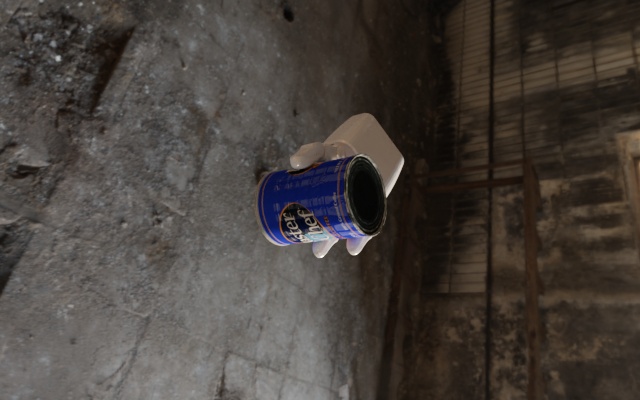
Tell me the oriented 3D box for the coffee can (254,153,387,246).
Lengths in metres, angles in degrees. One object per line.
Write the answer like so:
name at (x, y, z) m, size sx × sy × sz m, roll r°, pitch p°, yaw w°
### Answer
coffee can at (0.000, 0.002, 0.618) m, size 0.140 × 0.103 × 0.103 m, roll -9°, pitch -5°, yaw 34°
